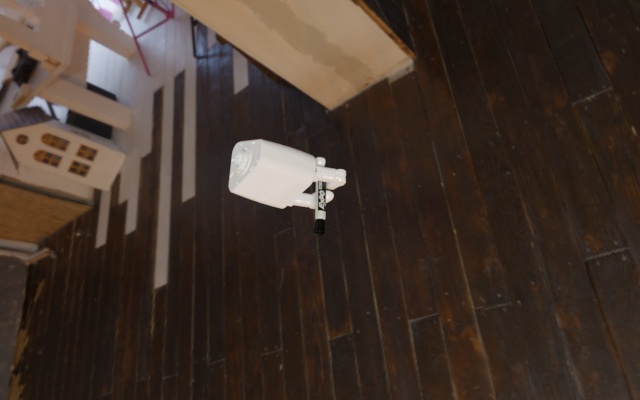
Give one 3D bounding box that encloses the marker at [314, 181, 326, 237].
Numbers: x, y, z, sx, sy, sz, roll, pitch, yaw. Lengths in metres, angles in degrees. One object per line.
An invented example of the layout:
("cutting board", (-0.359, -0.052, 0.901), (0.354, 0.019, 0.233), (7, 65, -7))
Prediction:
("marker", (0.000, 0.003, 0.819), (0.020, 0.121, 0.020), (1, -20, 1))
